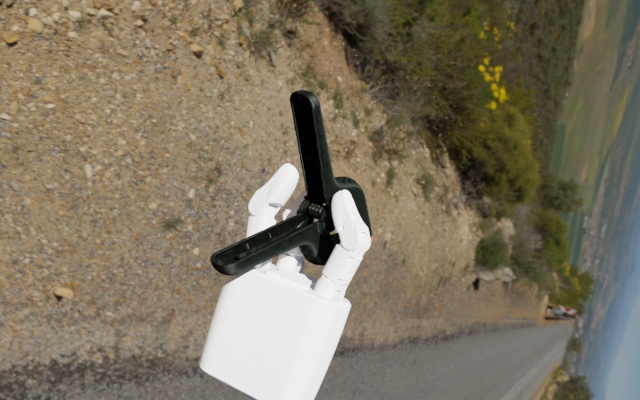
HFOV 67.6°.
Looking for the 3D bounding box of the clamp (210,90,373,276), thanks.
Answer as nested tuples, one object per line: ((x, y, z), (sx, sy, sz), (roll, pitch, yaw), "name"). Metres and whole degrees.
((0.001, 0.002, 0.459), (0.036, 0.164, 0.210), (23, 1, 34), "clamp")
